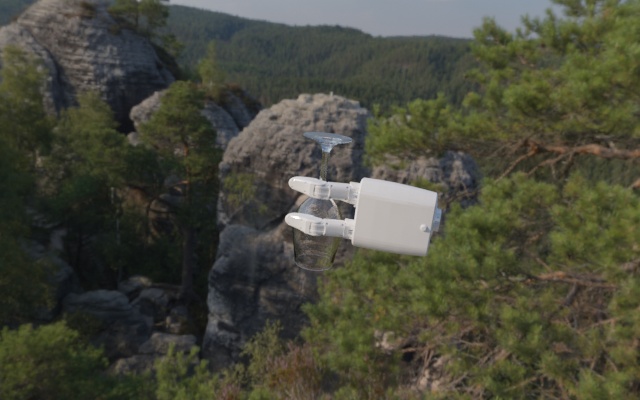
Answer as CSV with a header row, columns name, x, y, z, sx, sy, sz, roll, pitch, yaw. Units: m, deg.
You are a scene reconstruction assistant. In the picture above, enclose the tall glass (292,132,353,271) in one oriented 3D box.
name,x,y,z,sx,sy,sz,roll,pitch,yaw
tall glass,0.000,0.002,0.722,0.079,0.201,0.079,6,17,-2
